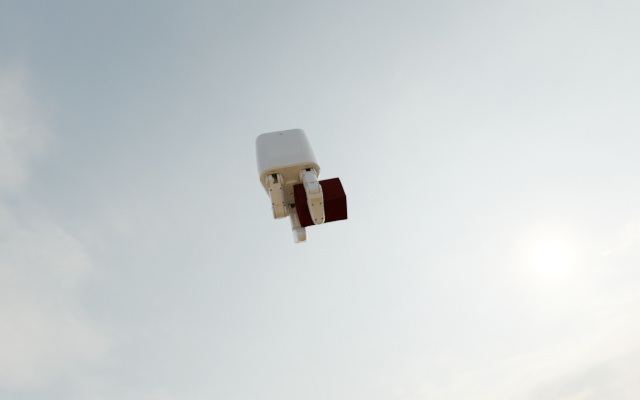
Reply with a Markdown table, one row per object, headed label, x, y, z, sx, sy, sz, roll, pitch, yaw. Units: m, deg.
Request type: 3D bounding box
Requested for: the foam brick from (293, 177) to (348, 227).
| label | x | y | z | sx | sy | sz | roll | pitch | yaw |
| --- | --- | --- | --- | --- | --- | --- | --- | --- | --- |
| foam brick | 0.000 | 0.003 | 0.765 | 0.078 | 0.053 | 0.051 | -10 | 42 | -7 |
